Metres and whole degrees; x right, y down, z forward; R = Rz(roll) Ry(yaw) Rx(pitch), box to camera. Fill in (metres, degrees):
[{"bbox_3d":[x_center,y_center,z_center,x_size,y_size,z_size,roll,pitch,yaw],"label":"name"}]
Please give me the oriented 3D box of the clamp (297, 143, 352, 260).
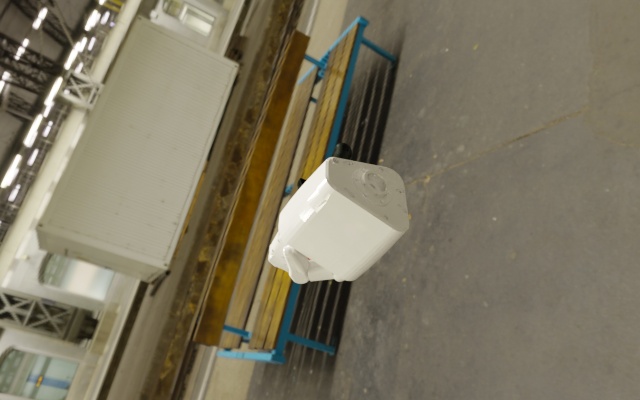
[{"bbox_3d":[-0.001,0.002,0.645,0.039,0.171,0.120,21,-46,-20],"label":"clamp"}]
